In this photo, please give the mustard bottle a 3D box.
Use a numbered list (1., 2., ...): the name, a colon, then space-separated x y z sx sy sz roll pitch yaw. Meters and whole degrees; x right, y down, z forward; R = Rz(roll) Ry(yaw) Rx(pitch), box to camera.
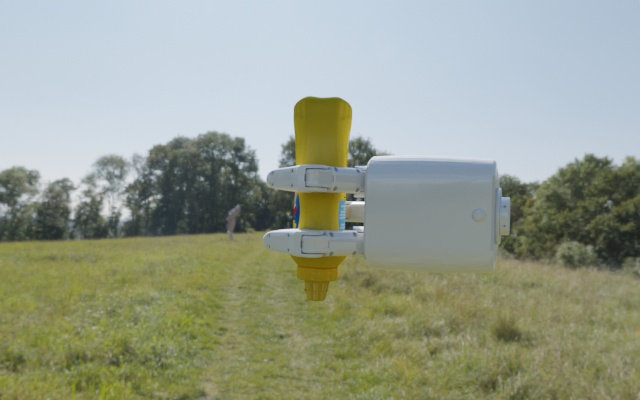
1. mustard bottle: 0.000 0.001 0.469 0.058 0.191 0.096 2 -1 -1
